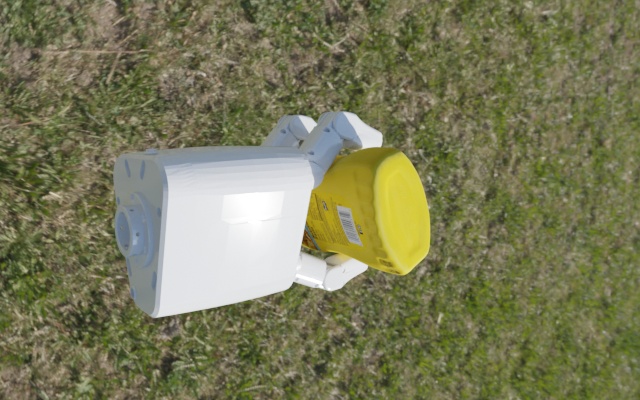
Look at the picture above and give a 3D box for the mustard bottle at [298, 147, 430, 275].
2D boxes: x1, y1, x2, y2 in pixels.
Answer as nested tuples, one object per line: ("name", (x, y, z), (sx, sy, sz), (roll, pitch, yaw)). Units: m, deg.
("mustard bottle", (0.000, 0.001, 0.417), (0.058, 0.096, 0.191), (-36, 27, -32))
